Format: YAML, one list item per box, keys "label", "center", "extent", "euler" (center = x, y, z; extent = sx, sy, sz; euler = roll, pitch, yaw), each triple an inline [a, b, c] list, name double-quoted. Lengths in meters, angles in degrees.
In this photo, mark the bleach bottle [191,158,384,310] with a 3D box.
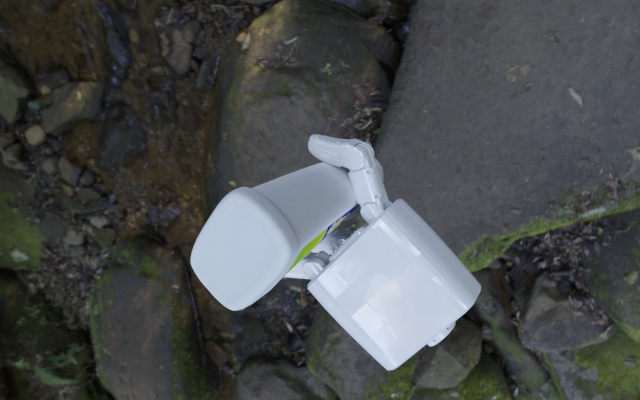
- label: "bleach bottle"
  center: [0.000, 0.001, 0.440]
  extent: [0.103, 0.068, 0.250]
  euler: [-49, -10, 36]
